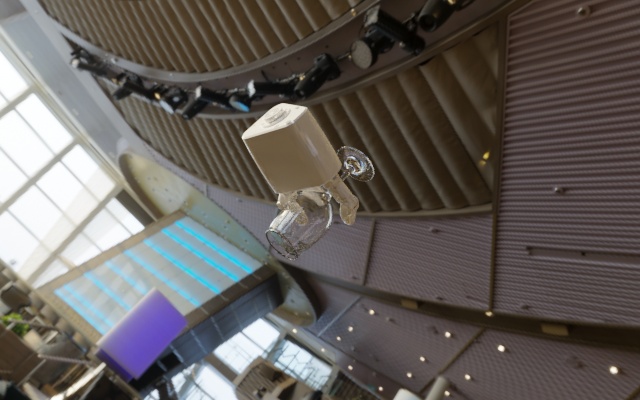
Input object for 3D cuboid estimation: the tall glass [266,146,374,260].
[{"bbox_3d":[0.001,0.002,0.760,0.079,0.079,0.201,0,41,51],"label":"tall glass"}]
